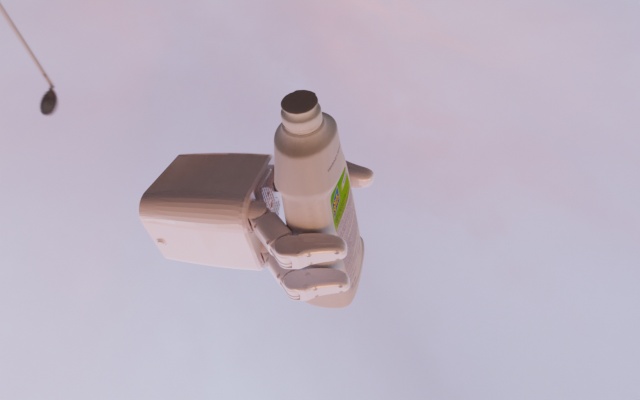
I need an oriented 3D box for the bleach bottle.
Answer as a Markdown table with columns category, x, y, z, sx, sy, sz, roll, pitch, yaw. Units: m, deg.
| category | x | y | z | sx | sy | sz | roll | pitch | yaw |
| --- | --- | --- | --- | --- | --- | --- | --- | --- | --- |
| bleach bottle | 0.000 | 0.002 | 0.450 | 0.068 | 0.102 | 0.251 | 4 | -39 | 12 |
